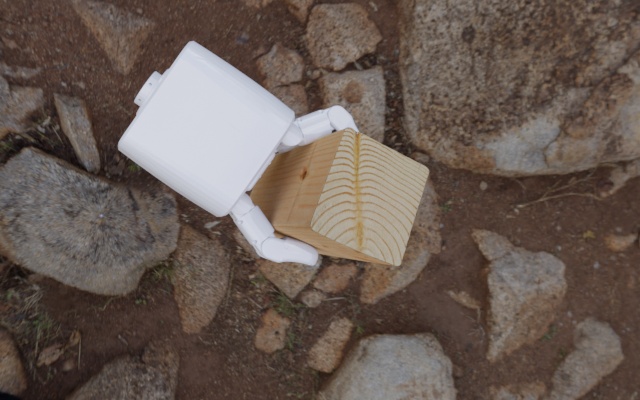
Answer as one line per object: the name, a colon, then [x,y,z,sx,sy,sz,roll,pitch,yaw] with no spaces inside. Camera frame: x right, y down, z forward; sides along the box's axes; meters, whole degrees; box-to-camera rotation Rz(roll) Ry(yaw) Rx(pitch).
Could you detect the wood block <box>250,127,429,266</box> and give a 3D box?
wood block: [0.000,0.002,0.477,0.090,0.091,0.206,24,-11,-22]
